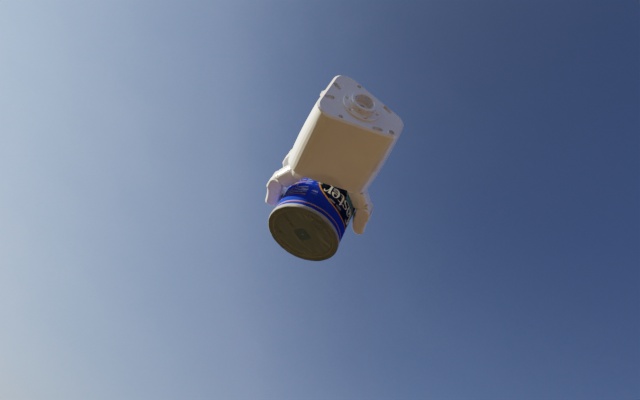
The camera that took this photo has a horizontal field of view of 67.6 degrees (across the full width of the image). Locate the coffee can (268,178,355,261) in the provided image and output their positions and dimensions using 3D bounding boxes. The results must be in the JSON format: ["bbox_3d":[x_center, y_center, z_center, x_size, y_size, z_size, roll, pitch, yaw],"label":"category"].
[{"bbox_3d":[0.000,0.003,0.691,0.103,0.103,0.140,0,40,28],"label":"coffee can"}]
